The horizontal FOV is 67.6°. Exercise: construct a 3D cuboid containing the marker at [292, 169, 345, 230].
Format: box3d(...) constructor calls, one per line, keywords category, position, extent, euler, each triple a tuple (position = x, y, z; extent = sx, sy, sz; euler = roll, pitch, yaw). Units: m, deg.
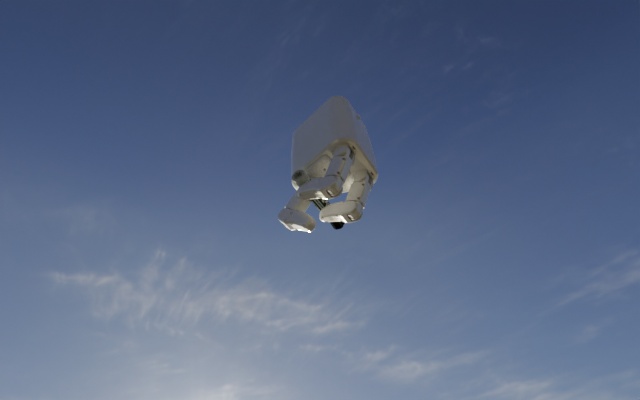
box3d(category="marker", position=(0.000, 0.002, 0.649), extent=(0.020, 0.020, 0.121), euler=(0, -35, 37))
